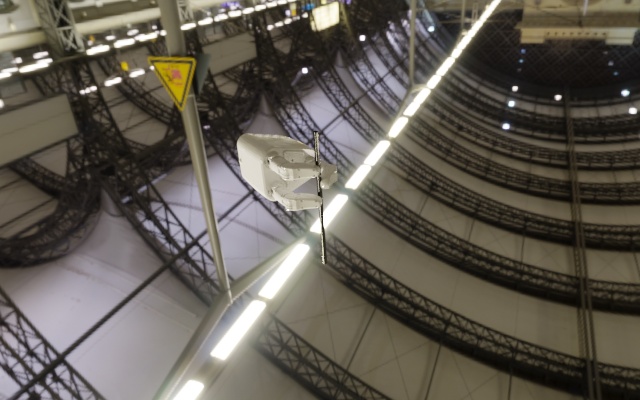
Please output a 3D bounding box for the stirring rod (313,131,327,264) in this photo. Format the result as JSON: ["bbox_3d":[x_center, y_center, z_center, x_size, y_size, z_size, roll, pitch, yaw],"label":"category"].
[{"bbox_3d":[0.000,0.002,0.774,0.011,0.240,0.011,-3,28,2],"label":"stirring rod"}]
